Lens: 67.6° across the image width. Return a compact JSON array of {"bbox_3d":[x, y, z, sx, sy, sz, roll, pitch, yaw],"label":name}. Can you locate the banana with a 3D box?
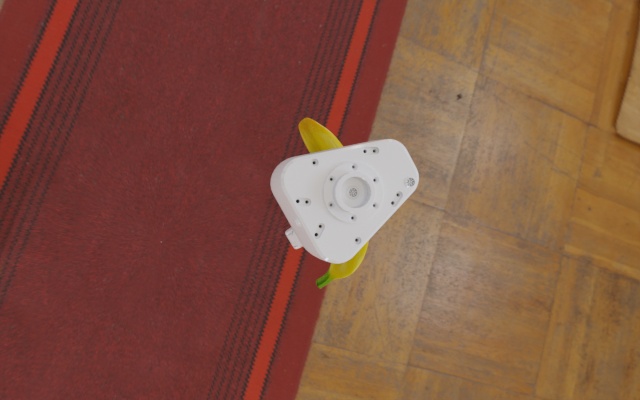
[{"bbox_3d":[0.019,0.003,0.537,0.069,0.198,0.037,-5,6,2],"label":"banana"}]
